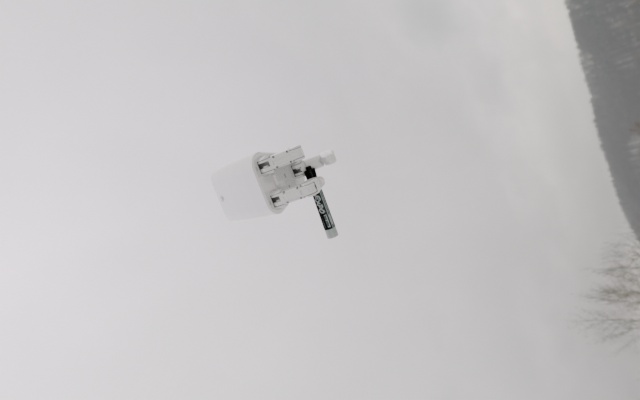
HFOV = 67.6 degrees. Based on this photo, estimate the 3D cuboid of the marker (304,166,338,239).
[{"bbox_3d":[0.000,0.002,0.764,0.020,0.121,0.020,-19,8,3],"label":"marker"}]
